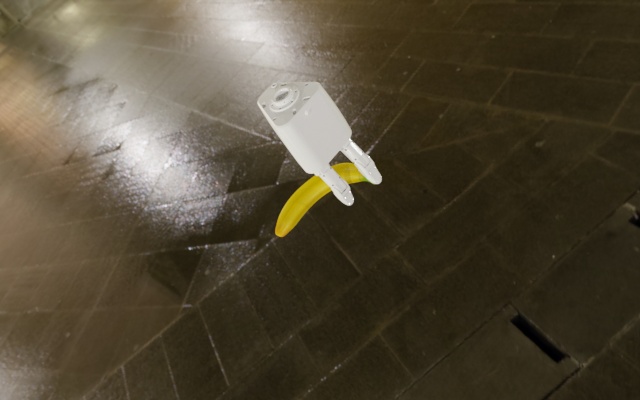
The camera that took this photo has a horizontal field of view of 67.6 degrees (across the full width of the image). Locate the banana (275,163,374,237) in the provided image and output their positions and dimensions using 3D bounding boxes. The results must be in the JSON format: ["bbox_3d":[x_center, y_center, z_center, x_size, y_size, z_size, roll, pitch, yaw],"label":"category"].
[{"bbox_3d":[-0.003,-0.012,0.825,0.198,0.069,0.037,-31,-42,8],"label":"banana"}]
